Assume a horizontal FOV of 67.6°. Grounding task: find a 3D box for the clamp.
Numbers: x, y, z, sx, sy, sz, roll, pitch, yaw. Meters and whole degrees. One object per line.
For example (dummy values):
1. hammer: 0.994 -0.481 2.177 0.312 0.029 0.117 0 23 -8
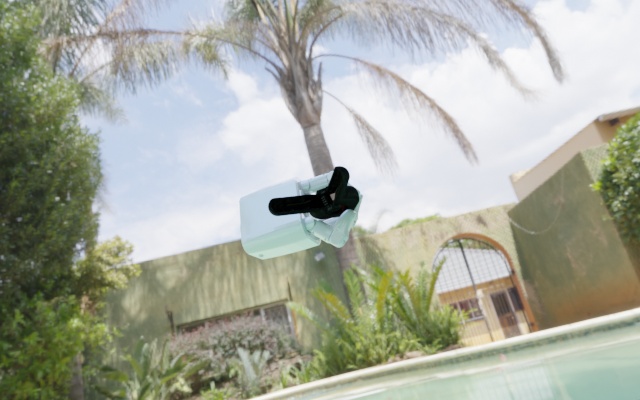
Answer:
1. clamp: 0.000 0.002 0.692 0.120 0.039 0.171 -18 -19 11
